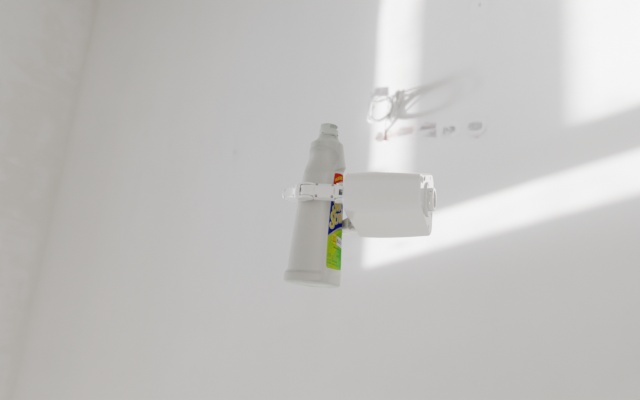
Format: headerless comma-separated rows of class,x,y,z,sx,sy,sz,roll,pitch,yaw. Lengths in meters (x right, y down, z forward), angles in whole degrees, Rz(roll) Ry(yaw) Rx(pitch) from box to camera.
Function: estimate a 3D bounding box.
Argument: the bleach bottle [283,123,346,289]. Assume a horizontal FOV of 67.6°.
bleach bottle,0.000,0.002,0.722,0.068,0.250,0.102,0,-14,22
